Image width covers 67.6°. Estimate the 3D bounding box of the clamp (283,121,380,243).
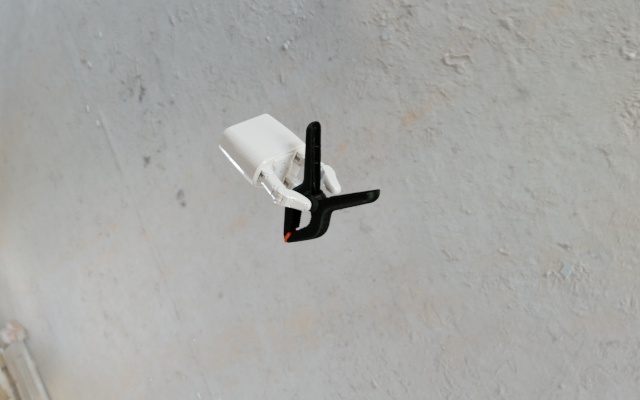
[{"bbox_3d":[-0.001,0.003,0.768,0.036,0.210,0.164,-13,50,-46],"label":"clamp"}]
